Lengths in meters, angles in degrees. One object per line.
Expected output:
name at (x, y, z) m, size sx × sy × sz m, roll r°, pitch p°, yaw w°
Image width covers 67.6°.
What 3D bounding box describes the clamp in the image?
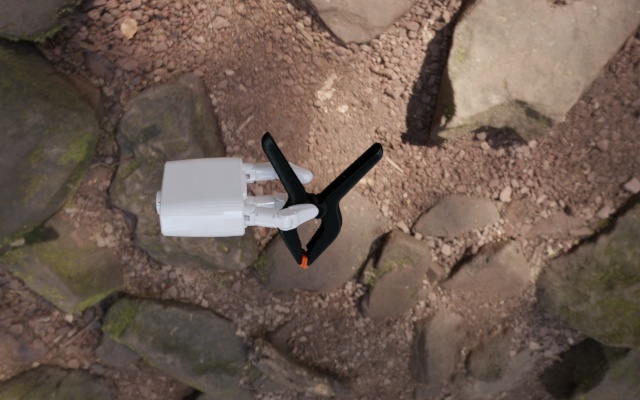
clamp at (0.000, 0.003, 0.671) m, size 0.164 × 0.210 × 0.036 m, roll -2°, pitch 30°, yaw -9°
